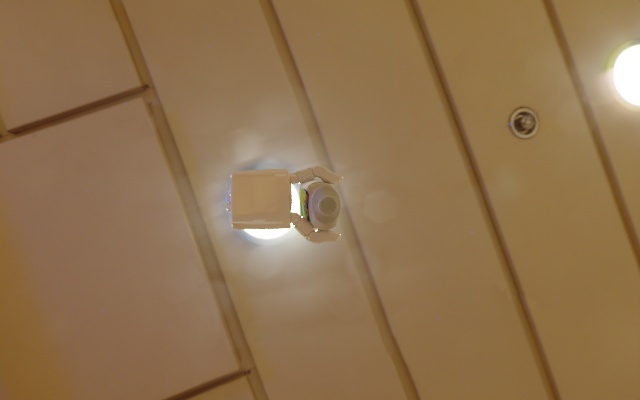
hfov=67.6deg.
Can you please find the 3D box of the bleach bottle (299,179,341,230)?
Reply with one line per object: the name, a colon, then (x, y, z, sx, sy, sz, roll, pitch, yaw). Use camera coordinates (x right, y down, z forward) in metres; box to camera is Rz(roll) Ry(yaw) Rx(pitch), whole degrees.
bleach bottle: (0.000, 0.003, 0.899, 0.068, 0.102, 0.251, -1, -1, -6)
